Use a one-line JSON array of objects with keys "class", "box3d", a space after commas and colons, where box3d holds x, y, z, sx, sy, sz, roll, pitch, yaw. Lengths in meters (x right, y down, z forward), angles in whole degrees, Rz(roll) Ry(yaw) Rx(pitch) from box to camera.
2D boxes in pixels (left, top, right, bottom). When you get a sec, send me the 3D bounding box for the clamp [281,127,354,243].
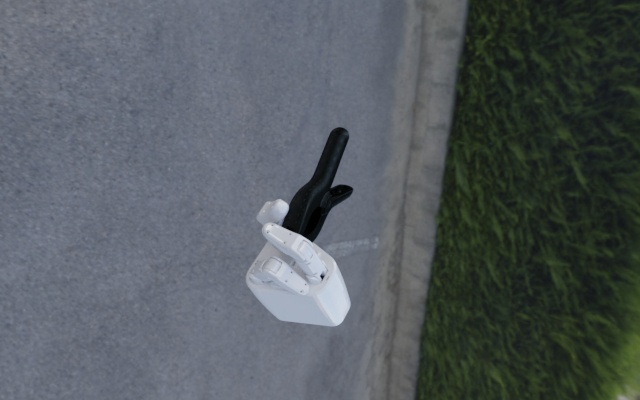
[{"class": "clamp", "box3d": [0.001, 0.002, 0.617, 0.039, 0.171, 0.120, 17, -29, 29]}]
